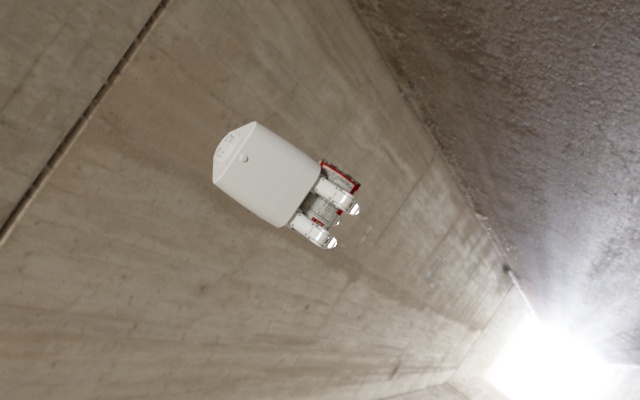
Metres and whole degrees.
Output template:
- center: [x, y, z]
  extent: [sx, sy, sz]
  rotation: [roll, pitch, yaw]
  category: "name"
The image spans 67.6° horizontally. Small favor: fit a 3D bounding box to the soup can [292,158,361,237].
- center: [0.000, 0.003, 0.659]
  extent: [0.068, 0.102, 0.068]
  rotation: [34, -1, 1]
  category: "soup can"
